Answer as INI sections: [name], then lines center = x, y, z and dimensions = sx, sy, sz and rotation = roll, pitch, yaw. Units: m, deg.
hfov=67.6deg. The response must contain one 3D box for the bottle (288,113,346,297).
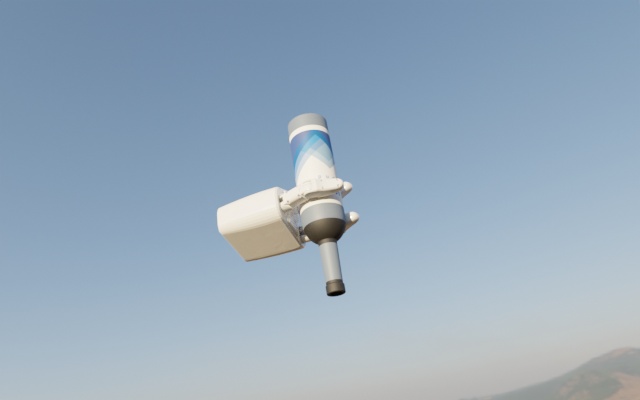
[bottle]
center = 0.000, 0.002, 0.737
dimensions = 0.069, 0.295, 0.069
rotation = -8, -27, -4
